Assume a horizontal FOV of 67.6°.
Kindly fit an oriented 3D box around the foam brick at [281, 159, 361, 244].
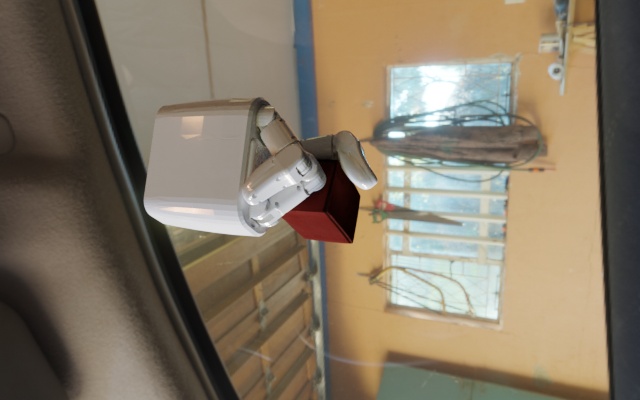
[{"bbox_3d":[0.000,0.002,0.446,0.051,0.053,0.078,2,-25,23],"label":"foam brick"}]
